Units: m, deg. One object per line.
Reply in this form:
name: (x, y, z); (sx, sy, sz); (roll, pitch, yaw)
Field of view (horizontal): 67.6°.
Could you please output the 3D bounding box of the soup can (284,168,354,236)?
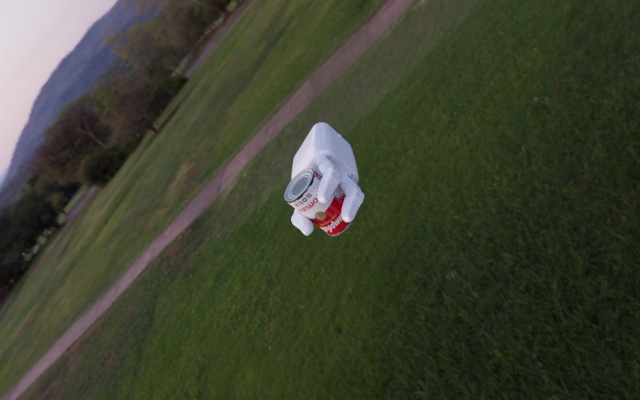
soup can: (0.000, 0.003, 0.777); (0.102, 0.068, 0.068); (39, -21, -28)
